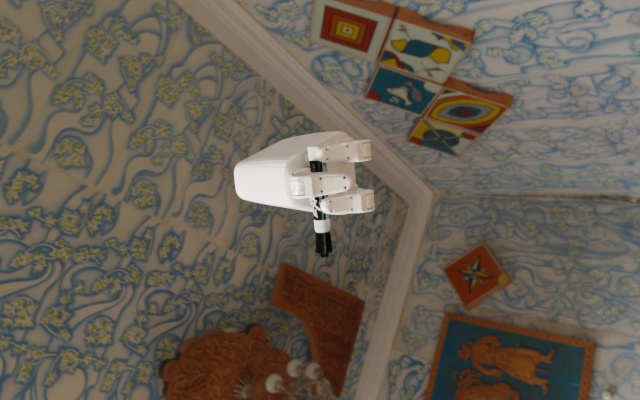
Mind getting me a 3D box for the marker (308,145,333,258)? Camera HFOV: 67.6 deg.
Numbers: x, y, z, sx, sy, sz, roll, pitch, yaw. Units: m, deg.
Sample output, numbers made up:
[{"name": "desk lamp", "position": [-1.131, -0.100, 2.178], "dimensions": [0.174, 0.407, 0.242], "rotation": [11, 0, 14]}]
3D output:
[{"name": "marker", "position": [0.000, 0.002, 0.514], "dimensions": [0.020, 0.121, 0.020], "rotation": [-4, 8, 1]}]
